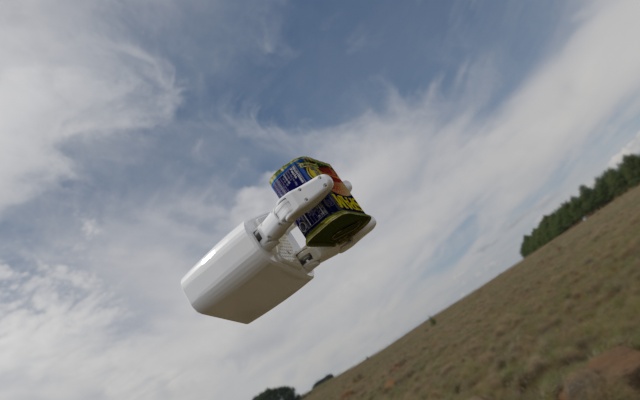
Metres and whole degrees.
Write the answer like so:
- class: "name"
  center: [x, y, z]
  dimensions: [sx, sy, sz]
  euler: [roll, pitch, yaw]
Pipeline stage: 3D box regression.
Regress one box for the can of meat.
- class: "can of meat"
  center: [0.000, 0.001, 0.533]
  dimensions: [0.057, 0.084, 0.102]
  euler: [-41, -20, 17]
